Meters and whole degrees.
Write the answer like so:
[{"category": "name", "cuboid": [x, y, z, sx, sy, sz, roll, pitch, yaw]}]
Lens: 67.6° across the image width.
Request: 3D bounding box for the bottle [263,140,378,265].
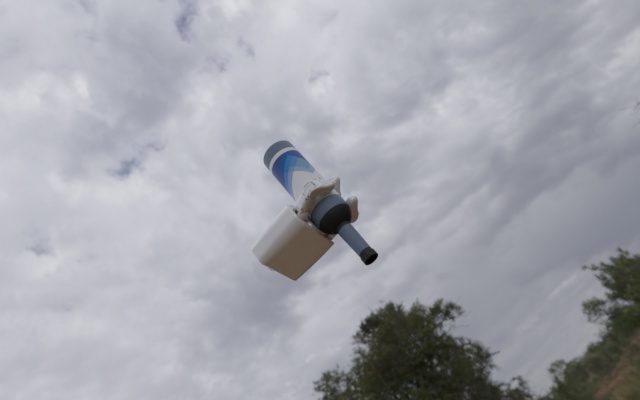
[{"category": "bottle", "cuboid": [0.000, 0.003, 0.847, 0.069, 0.069, 0.295, 0, 39, -46]}]
